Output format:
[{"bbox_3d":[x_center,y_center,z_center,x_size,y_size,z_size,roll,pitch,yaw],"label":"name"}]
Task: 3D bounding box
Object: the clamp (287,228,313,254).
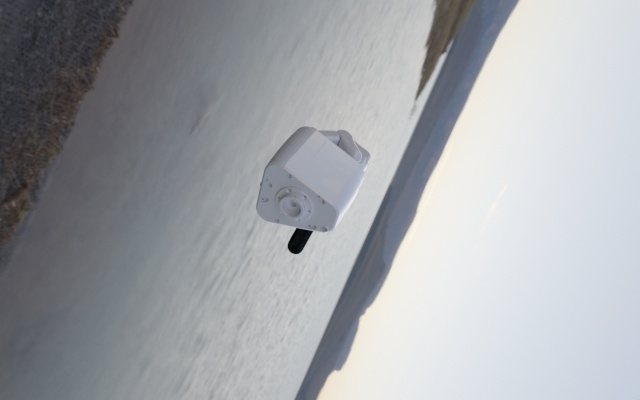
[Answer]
[{"bbox_3d":[0.001,0.002,0.721,0.039,0.172,0.120,24,37,8],"label":"clamp"}]
